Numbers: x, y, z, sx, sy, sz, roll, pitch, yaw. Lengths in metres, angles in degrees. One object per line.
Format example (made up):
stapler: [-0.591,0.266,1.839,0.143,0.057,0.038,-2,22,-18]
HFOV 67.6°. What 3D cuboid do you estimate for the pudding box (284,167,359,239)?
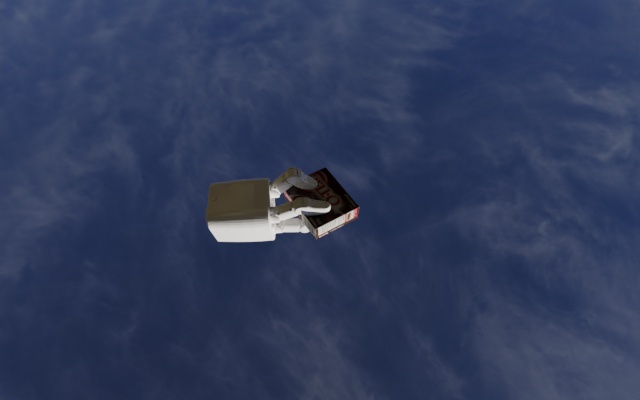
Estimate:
pudding box: [0.000,0.003,0.837,0.090,0.113,0.039,-27,-32,-18]
